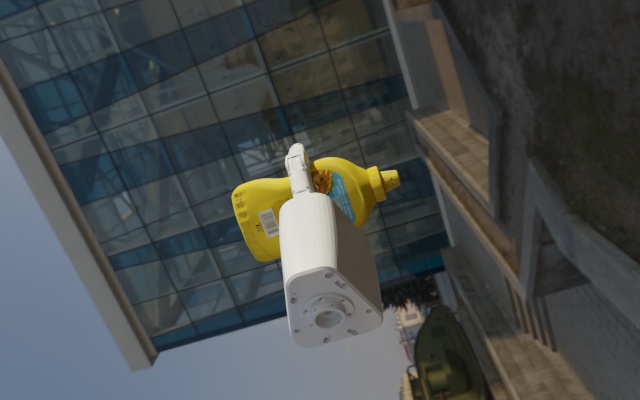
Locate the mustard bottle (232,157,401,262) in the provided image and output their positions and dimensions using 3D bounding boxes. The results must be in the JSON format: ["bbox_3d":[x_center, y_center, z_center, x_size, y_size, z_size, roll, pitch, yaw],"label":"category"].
[{"bbox_3d":[0.000,0.002,0.564,0.191,0.096,0.058,-17,12,8],"label":"mustard bottle"}]
